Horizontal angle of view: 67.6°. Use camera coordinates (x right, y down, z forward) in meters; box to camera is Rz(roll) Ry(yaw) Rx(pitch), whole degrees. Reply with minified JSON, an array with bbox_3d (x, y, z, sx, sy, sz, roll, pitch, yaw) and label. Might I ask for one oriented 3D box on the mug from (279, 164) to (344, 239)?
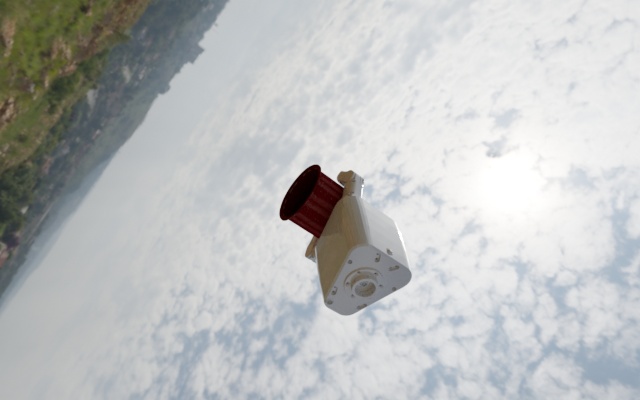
[{"bbox_3d":[0.000,0.002,0.693,0.081,0.093,0.117,34,24,-22],"label":"mug"}]
